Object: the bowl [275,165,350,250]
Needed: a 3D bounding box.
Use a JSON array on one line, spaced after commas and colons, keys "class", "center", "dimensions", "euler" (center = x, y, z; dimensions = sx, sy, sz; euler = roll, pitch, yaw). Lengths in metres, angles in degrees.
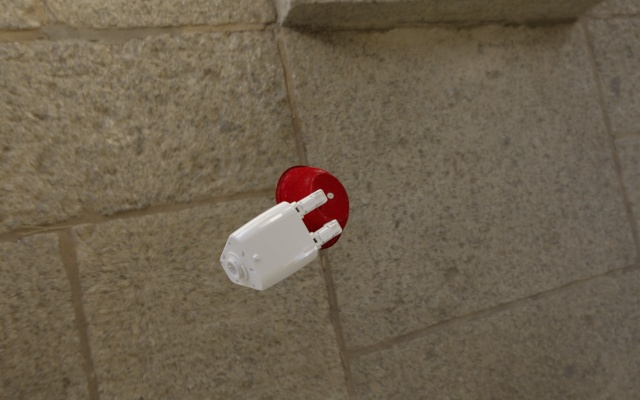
[{"class": "bowl", "center": [0.001, 0.002, 0.848], "dimensions": [0.162, 0.162, 0.055], "euler": [0, -20, -45]}]
